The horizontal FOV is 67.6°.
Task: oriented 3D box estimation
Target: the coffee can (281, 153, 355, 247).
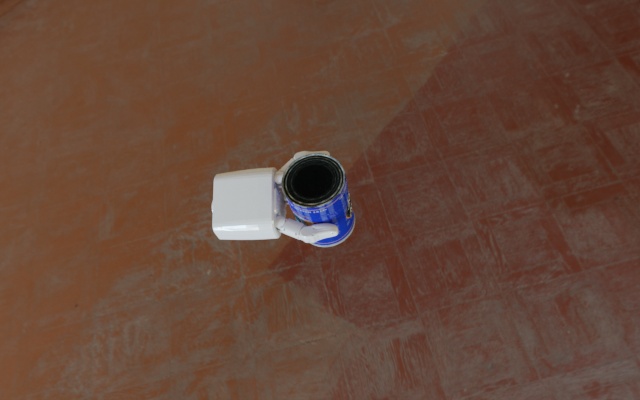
[{"bbox_3d":[0.000,0.003,0.806,0.103,0.102,0.140,0,-31,11],"label":"coffee can"}]
